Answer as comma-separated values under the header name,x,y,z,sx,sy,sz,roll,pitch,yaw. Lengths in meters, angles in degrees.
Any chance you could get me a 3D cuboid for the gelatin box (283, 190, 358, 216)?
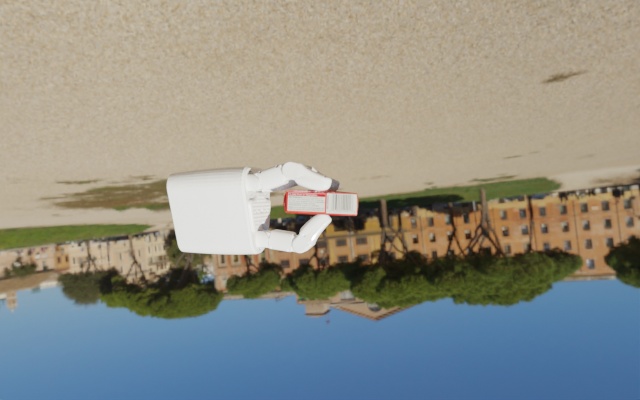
name,x,y,z,sx,sy,sz,roll,pitch,yaw
gelatin box,0.000,0.002,0.599,0.089,0.030,0.073,3,0,0
